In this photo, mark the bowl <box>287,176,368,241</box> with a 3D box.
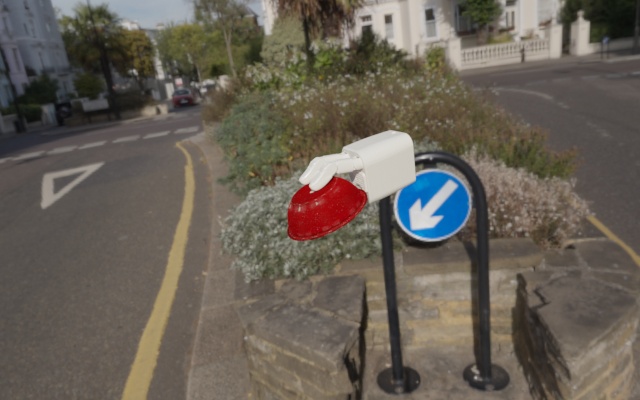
[{"bbox_3d":[-0.001,0.003,0.854,0.162,0.055,0.162,-24,22,11],"label":"bowl"}]
